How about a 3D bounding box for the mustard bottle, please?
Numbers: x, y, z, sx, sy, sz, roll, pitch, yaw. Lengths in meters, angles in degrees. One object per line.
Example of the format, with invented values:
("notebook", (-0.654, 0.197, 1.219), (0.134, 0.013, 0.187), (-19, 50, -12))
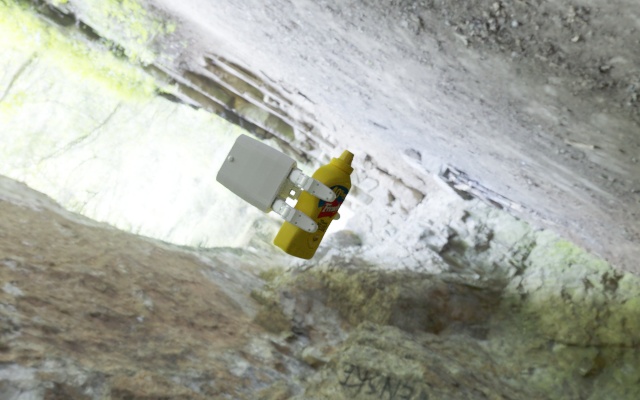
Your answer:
("mustard bottle", (0.000, 0.003, 0.786), (0.058, 0.191, 0.096), (31, 3, 30))
